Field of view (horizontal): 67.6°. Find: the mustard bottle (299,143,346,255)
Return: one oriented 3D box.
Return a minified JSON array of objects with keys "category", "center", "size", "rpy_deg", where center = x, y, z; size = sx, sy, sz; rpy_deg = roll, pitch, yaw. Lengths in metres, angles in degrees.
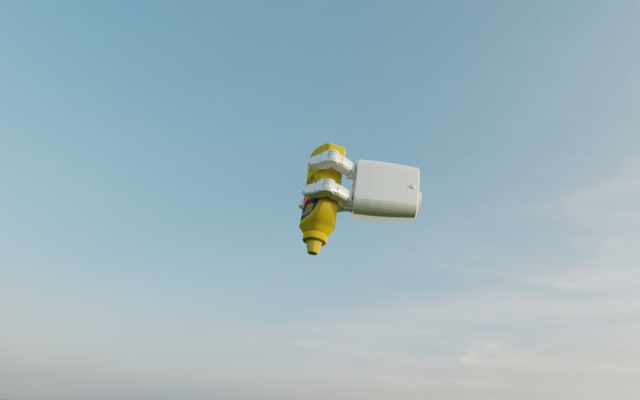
[{"category":"mustard bottle","center":[0.000,0.002,0.823],"size":[0.058,0.191,0.096],"rpy_deg":[18,-29,-19]}]
